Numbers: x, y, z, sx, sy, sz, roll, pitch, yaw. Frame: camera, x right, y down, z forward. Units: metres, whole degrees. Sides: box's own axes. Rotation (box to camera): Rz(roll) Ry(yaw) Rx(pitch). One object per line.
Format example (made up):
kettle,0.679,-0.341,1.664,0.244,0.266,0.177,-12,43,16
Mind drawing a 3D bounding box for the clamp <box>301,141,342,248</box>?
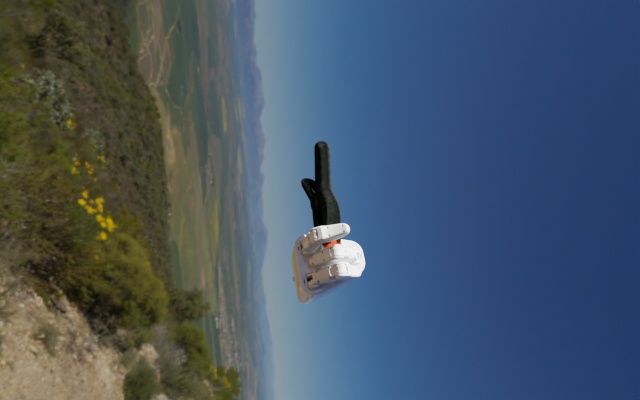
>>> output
clamp,0.001,0.003,0.786,0.039,0.171,0.120,-2,-22,-12
